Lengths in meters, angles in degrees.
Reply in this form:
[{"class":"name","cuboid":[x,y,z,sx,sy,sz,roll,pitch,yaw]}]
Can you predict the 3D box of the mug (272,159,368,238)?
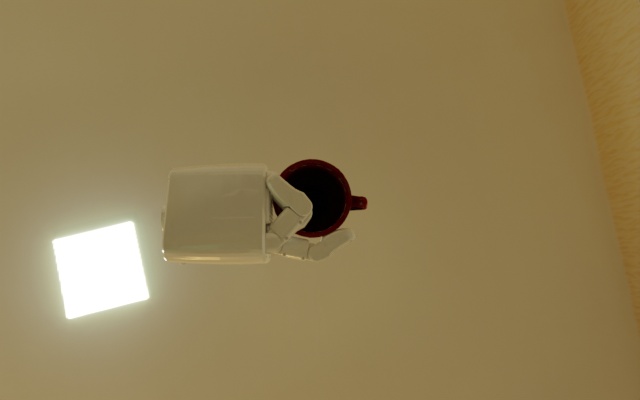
[{"class":"mug","cuboid":[0.002,0.002,0.598,0.117,0.093,0.081,0,-7,-3]}]
